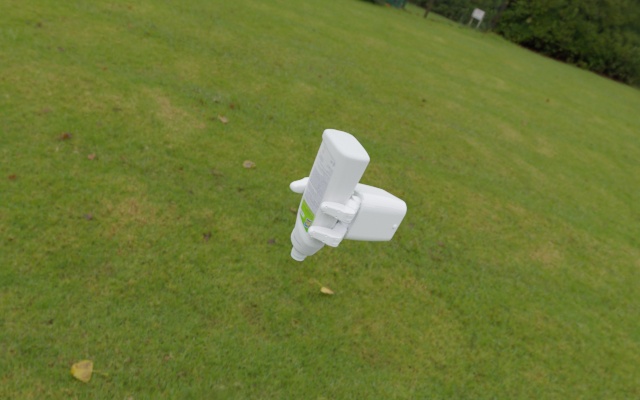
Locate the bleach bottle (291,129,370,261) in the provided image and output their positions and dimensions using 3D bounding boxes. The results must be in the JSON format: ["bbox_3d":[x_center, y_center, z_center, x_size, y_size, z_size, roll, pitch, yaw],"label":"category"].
[{"bbox_3d":[0.000,0.003,0.876,0.068,0.251,0.102,8,32,-30],"label":"bleach bottle"}]
